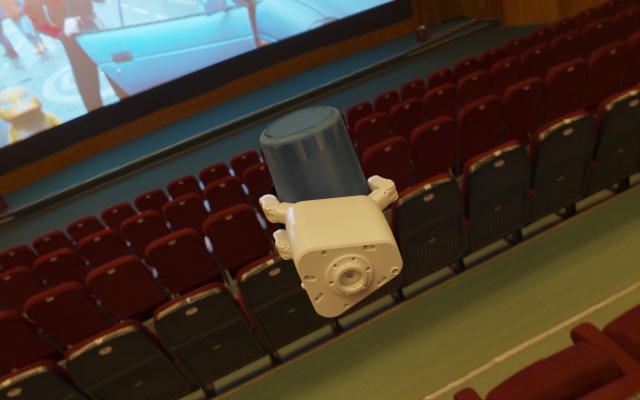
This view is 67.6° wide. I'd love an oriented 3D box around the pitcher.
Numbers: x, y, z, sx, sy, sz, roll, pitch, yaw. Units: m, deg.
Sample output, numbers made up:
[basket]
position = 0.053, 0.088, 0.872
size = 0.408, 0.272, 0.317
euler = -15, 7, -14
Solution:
[pitcher]
position = 0.000, 0.002, 0.655
size = 0.149, 0.243, 0.145
euler = -20, 26, 1
